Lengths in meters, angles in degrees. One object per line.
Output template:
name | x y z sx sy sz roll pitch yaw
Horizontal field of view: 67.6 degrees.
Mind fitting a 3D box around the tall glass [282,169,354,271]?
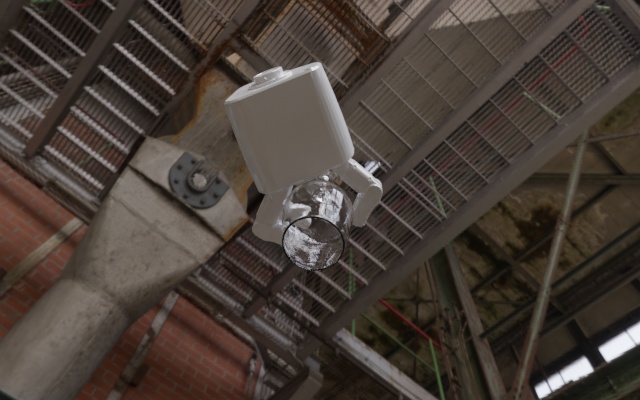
tall glass | 0.000 0.002 0.554 0.079 0.079 0.201 0 25 4
